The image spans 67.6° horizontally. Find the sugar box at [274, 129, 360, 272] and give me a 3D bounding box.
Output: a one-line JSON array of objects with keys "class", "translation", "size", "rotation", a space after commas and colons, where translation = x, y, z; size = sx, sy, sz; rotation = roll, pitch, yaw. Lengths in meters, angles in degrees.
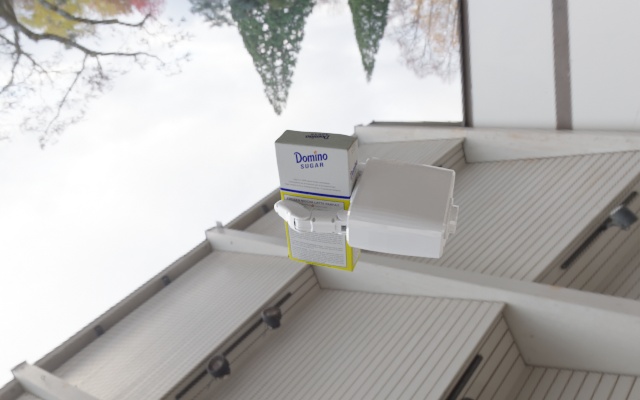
[{"class": "sugar box", "translation": [0.000, 0.002, 0.595], "size": [0.093, 0.176, 0.048], "rotation": [9, 32, 18]}]
